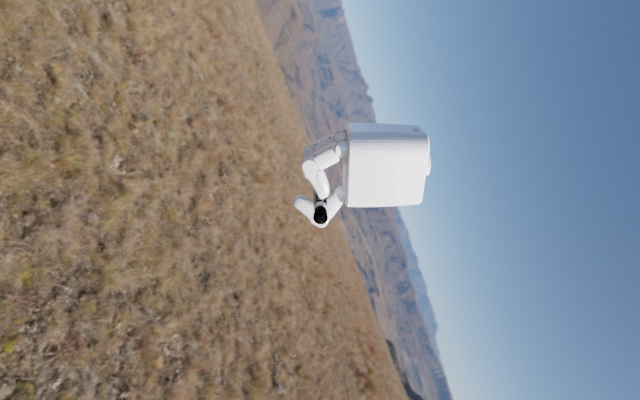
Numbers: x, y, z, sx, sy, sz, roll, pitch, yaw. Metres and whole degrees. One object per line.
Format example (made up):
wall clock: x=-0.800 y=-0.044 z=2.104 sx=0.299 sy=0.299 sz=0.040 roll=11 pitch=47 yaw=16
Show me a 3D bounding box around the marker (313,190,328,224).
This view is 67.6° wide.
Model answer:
marker: x=0.000 y=0.002 z=0.655 sx=0.020 sy=0.020 sz=0.121 roll=0 pitch=21 yaw=0
